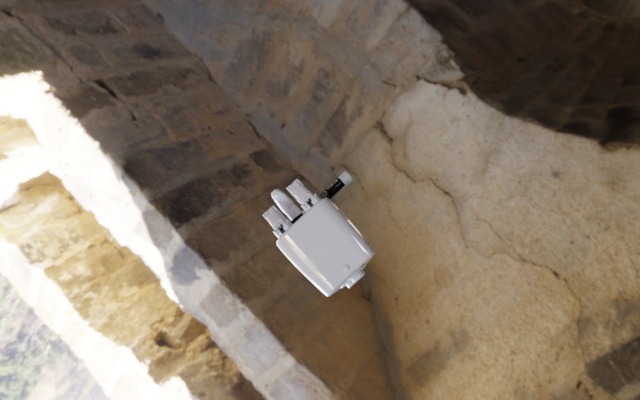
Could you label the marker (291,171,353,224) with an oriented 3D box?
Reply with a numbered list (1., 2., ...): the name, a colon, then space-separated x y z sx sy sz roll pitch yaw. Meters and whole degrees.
1. marker: 0.000 0.002 0.731 0.121 0.020 0.020 -43 3 -3
